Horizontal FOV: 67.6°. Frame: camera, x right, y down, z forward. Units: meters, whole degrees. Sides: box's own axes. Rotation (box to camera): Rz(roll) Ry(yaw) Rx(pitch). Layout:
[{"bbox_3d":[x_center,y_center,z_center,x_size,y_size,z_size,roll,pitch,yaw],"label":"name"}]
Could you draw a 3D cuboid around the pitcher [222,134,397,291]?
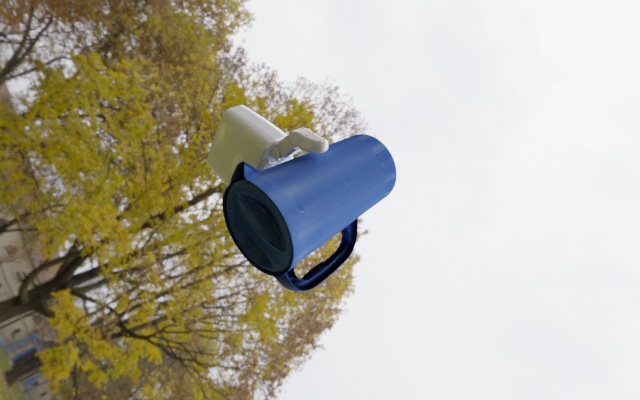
[{"bbox_3d":[0.000,0.002,0.666,0.145,0.149,0.242,37,46,26],"label":"pitcher"}]
